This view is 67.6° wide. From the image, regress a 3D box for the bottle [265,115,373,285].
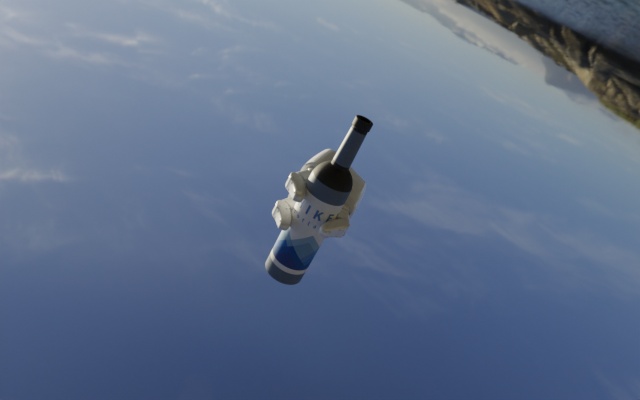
[{"bbox_3d":[0.000,0.003,0.736,0.069,0.296,0.069,22,27,-12],"label":"bottle"}]
